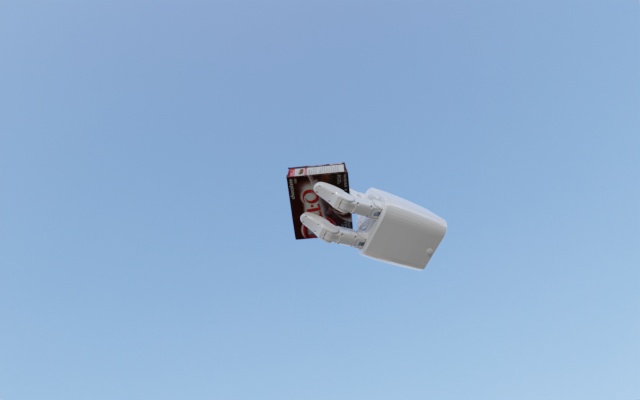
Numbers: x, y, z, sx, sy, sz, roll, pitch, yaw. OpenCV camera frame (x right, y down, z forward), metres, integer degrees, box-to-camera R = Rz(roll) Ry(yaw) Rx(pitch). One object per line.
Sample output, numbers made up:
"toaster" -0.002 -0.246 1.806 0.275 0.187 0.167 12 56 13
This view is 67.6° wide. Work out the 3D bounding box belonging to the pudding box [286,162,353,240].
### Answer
"pudding box" 0.000 0.002 0.718 0.090 0.113 0.039 -6 27 2
